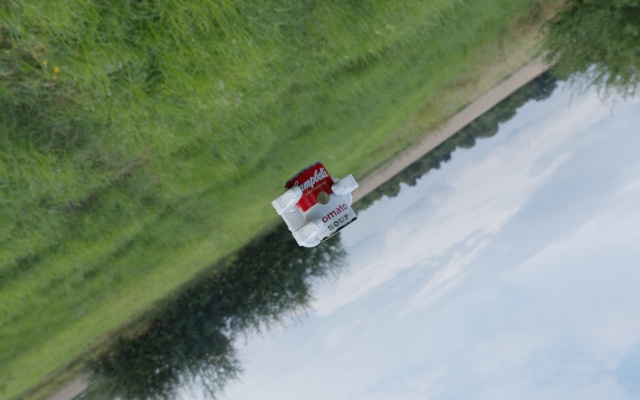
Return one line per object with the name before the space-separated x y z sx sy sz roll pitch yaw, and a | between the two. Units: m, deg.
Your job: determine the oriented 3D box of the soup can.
soup can | 0.000 0.002 0.706 0.068 0.102 0.068 -33 -4 -3
